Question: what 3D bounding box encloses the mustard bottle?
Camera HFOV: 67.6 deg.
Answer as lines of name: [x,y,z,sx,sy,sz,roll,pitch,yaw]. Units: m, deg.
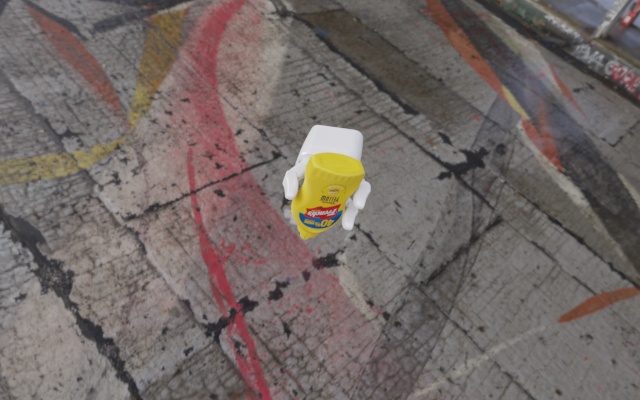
mustard bottle: [0.000,0.003,0.849,0.096,0.058,0.192,5,-45,-22]
